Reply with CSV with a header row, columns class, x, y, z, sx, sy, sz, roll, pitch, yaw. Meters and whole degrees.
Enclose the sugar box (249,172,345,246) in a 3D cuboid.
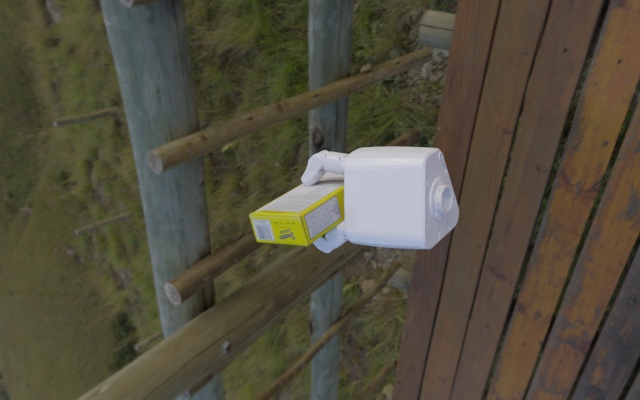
class,x,y,z,sx,sy,sz,roll,pitch,yaw
sugar box,0.000,0.003,0.636,0.093,0.048,0.176,1,21,41
